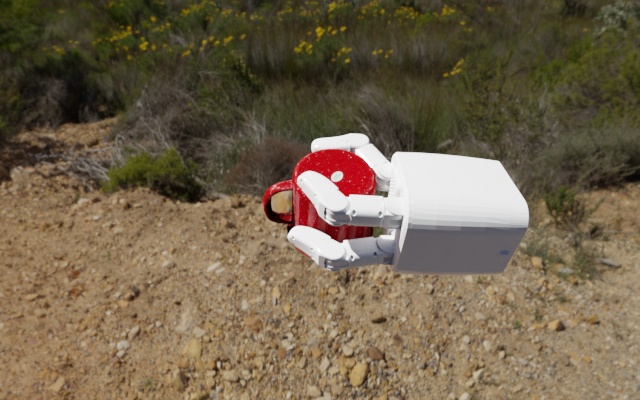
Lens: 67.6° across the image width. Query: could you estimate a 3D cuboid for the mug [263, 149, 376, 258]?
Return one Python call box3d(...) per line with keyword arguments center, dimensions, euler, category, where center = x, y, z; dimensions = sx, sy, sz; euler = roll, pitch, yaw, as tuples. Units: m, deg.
box3d(center=(-0.001, 0.001, 0.486), dimensions=(0.117, 0.093, 0.082), euler=(2, -43, -1), category="mug")
